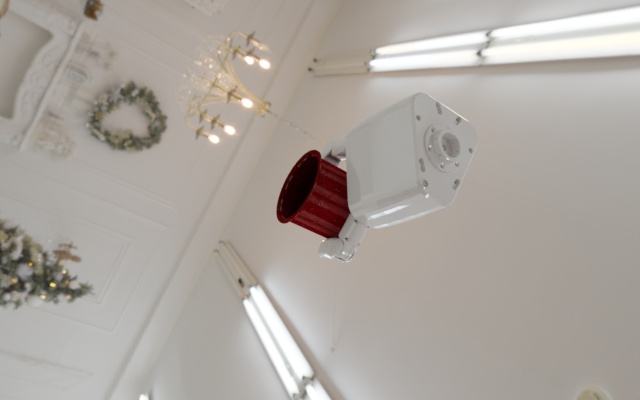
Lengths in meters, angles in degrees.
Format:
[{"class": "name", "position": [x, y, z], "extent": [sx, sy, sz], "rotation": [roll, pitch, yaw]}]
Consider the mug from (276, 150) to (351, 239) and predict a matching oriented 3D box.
[{"class": "mug", "position": [-0.001, 0.002, 0.573], "extent": [0.081, 0.093, 0.117], "rotation": [26, -24, -24]}]
